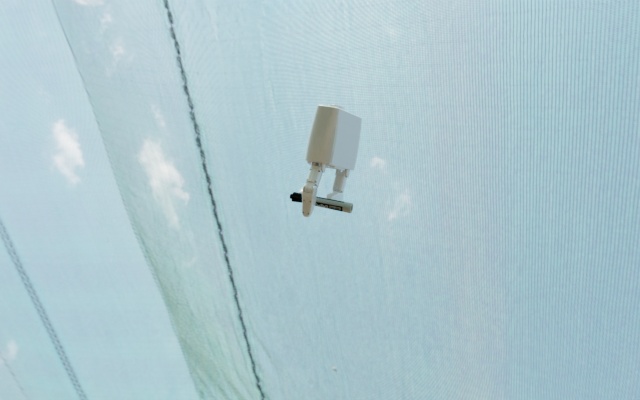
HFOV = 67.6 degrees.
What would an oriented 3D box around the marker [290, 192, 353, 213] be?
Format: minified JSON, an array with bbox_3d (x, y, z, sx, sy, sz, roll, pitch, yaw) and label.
[{"bbox_3d":[0.000,0.003,0.878,0.121,0.020,0.020,11,3,17],"label":"marker"}]
